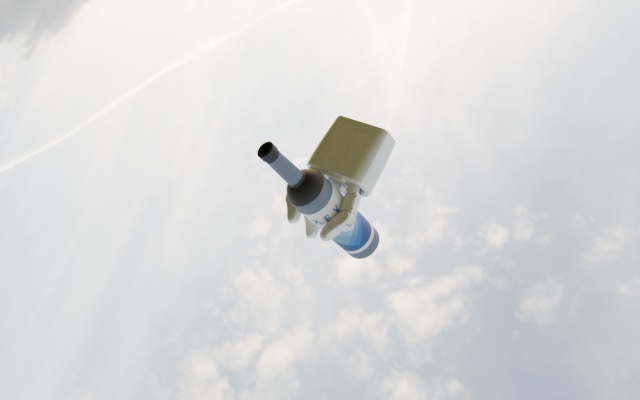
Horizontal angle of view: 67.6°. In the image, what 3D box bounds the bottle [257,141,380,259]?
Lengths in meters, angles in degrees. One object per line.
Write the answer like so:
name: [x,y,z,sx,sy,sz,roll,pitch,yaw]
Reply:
bottle: [0.000,0.003,0.759,0.069,0.069,0.296,0,-30,37]
